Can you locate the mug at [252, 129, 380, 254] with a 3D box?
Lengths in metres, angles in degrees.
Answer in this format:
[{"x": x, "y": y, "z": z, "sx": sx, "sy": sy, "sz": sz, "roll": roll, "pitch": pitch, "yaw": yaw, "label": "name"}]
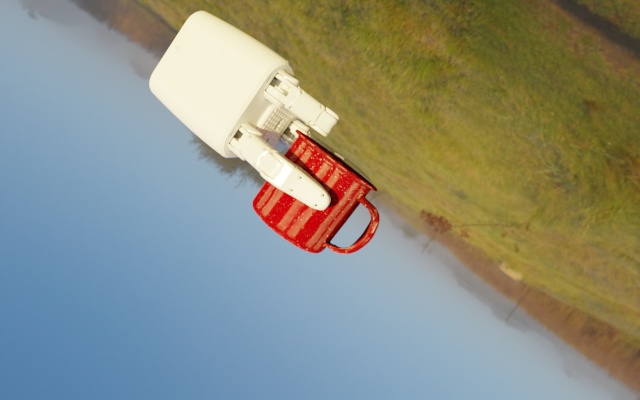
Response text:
[{"x": 0.001, "y": 0.002, "z": 0.437, "sx": 0.117, "sy": 0.081, "sz": 0.093, "roll": 39, "pitch": 8, "yaw": 19, "label": "mug"}]
